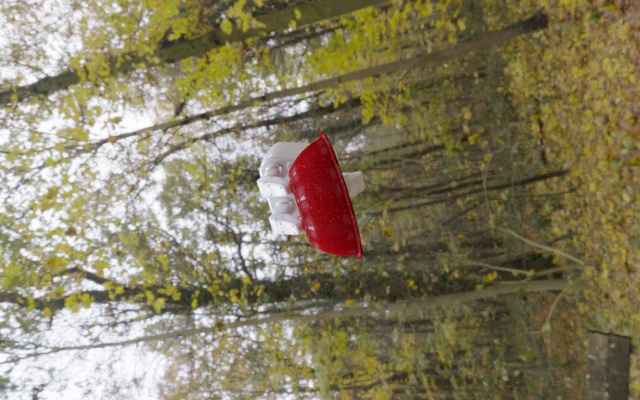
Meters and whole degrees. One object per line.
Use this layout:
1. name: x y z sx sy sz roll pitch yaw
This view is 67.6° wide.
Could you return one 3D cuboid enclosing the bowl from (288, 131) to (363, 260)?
1. bowl: 0.000 0.002 0.575 0.055 0.162 0.162 -17 1 -4
